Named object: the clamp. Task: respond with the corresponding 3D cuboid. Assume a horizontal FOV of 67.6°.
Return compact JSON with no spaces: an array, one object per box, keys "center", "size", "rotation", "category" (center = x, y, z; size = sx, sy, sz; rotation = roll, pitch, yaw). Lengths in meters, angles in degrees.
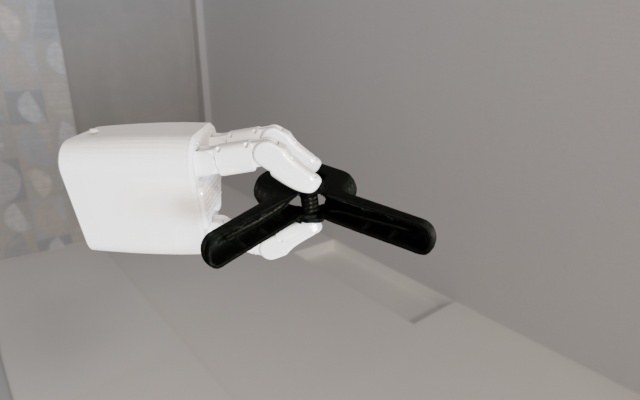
[{"center":[0.000,0.002,0.414],"size":[0.164,0.036,0.210],"rotation":[0,20,0],"category":"clamp"}]
